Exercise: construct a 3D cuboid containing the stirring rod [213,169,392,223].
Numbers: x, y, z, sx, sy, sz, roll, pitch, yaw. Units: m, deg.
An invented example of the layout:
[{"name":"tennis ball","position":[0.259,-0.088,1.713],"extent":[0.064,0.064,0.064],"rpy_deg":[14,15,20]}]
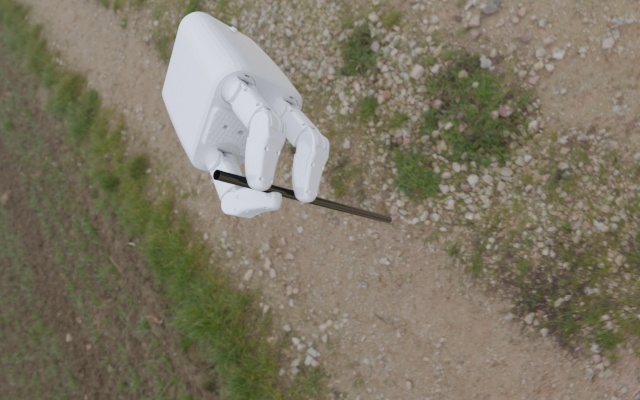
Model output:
[{"name":"stirring rod","position":[0.000,0.001,0.438],"extent":[0.011,0.011,0.239],"rpy_deg":[0,-10,40]}]
